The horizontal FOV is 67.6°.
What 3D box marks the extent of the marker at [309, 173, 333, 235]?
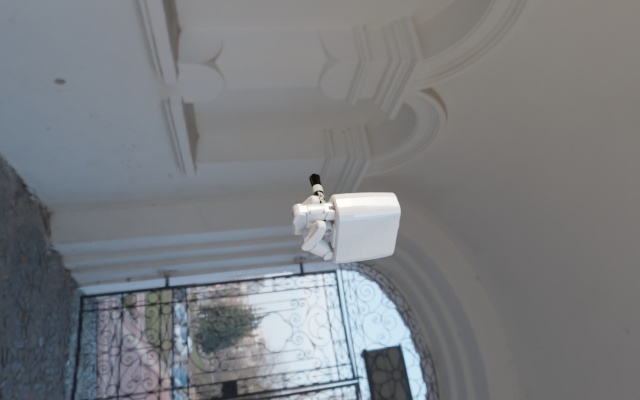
[{"bbox_3d":[0.000,0.003,0.786,0.020,0.121,0.020,-9,-38,-7],"label":"marker"}]
